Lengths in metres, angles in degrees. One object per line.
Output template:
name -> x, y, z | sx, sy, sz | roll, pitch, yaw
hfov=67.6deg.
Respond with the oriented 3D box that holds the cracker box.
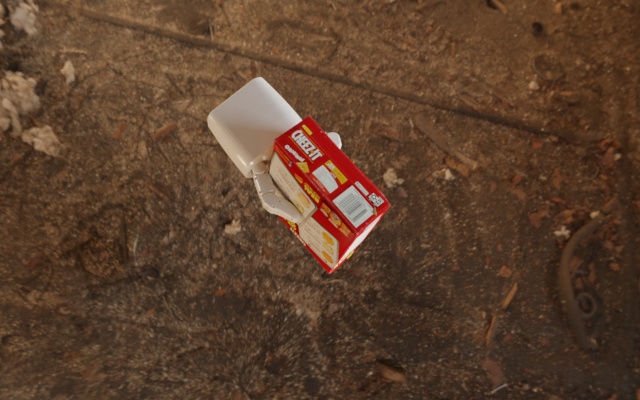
cracker box -> 0.000, 0.002, 0.697 | 0.072, 0.164, 0.214 | -38, -11, -20
